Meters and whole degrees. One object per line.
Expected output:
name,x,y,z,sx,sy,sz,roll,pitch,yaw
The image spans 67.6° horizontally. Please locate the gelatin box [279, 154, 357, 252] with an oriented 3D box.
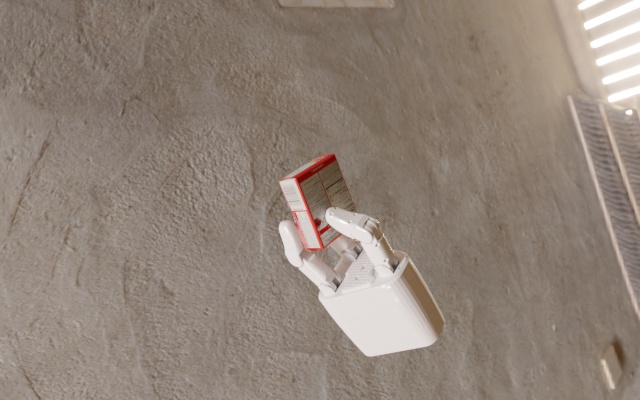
gelatin box,0.000,0.001,0.539,0.030,0.089,0.073,-6,21,44
